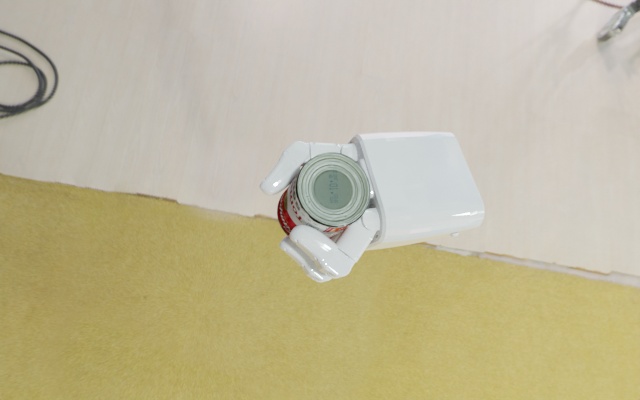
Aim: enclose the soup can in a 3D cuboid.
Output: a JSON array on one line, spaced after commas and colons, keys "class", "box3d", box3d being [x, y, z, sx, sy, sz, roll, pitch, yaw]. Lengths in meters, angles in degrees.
[{"class": "soup can", "box3d": [0.000, 0.001, 0.451, 0.068, 0.068, 0.102, 0, -13, -14]}]
